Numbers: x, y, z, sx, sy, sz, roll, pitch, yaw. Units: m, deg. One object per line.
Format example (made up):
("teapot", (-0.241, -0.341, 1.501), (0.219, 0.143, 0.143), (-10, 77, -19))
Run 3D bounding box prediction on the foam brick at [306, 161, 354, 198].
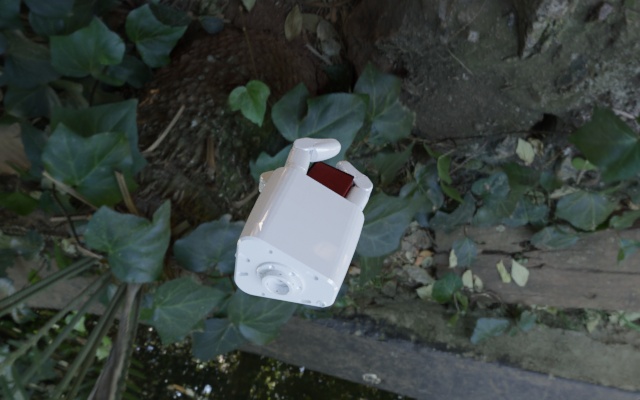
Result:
("foam brick", (0.000, 0.002, 0.570), (0.053, 0.078, 0.051), (24, 46, 10))
